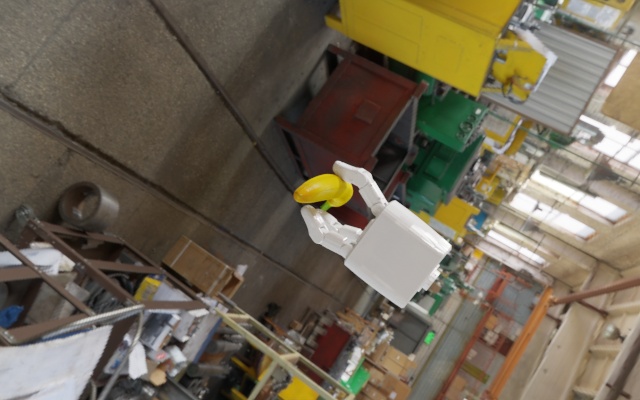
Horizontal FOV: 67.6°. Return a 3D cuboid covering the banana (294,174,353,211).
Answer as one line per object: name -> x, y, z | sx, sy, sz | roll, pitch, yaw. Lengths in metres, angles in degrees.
banana -> 0.014, -0.010, 0.724 | 0.037, 0.069, 0.198 | 46, 4, 14
